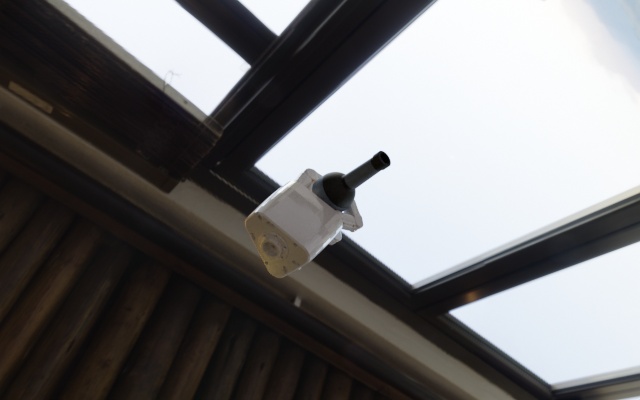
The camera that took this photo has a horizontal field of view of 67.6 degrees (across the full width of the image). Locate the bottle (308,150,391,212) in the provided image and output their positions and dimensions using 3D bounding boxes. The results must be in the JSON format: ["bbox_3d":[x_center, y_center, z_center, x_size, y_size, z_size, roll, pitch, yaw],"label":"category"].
[{"bbox_3d":[0.000,0.003,0.792,0.069,0.069,0.296,0,-26,-45],"label":"bottle"}]
